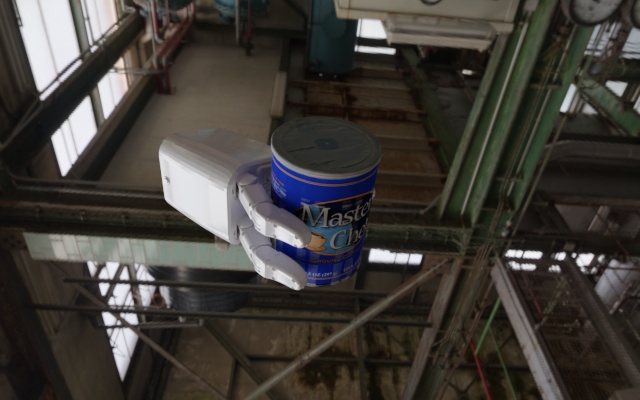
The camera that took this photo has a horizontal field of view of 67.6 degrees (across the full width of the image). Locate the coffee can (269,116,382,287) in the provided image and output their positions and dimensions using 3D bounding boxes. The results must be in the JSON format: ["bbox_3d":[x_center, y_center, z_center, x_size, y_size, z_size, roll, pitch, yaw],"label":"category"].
[{"bbox_3d":[0.000,0.001,0.481,0.103,0.140,0.102,4,37,-3],"label":"coffee can"}]
